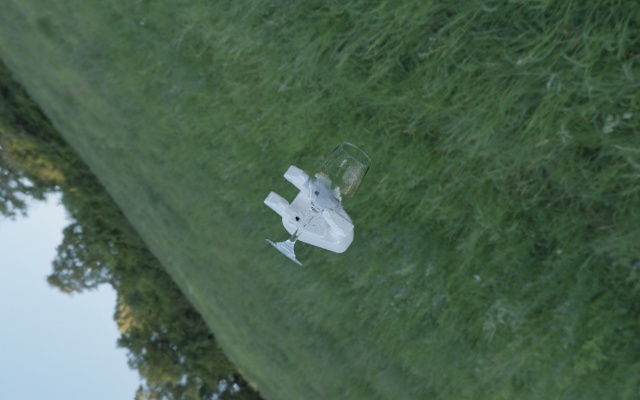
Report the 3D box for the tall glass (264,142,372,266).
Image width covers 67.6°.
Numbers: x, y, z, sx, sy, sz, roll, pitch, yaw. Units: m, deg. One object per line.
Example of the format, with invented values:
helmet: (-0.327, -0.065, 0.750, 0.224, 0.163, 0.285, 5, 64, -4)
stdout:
tall glass: (0.000, 0.003, 0.764, 0.079, 0.201, 0.079, 35, -9, 6)
